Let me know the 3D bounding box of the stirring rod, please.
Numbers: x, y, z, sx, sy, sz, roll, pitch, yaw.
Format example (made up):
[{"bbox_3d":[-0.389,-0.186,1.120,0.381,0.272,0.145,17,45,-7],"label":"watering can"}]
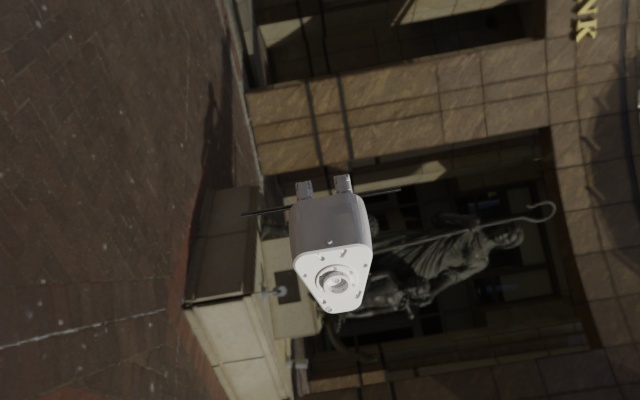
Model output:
[{"bbox_3d":[0.000,0.002,0.711,0.239,0.011,0.011,-10,0,2],"label":"stirring rod"}]
